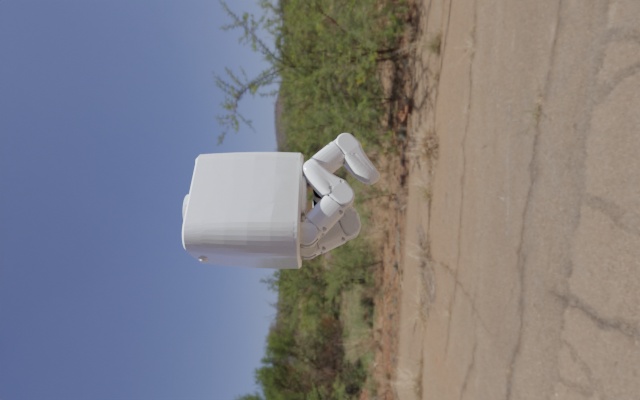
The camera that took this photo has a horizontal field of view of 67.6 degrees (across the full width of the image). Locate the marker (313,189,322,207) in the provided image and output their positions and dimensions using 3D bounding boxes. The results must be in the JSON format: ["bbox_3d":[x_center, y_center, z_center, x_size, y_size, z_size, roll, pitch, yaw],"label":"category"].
[{"bbox_3d":[0.000,0.002,0.526,0.020,0.020,0.121,0,-19,-1],"label":"marker"}]
